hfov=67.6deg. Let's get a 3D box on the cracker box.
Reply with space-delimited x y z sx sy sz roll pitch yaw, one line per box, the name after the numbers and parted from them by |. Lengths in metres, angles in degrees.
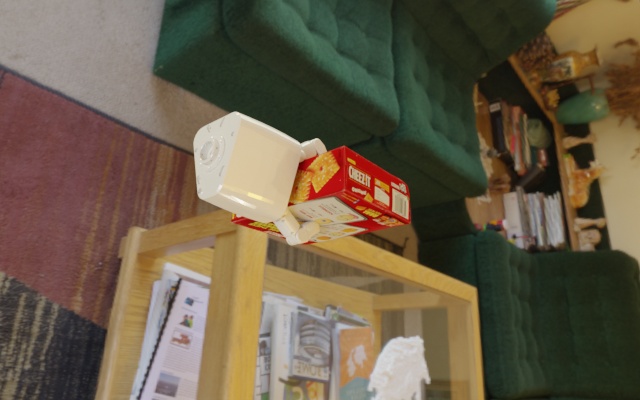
0.000 0.002 0.709 0.214 0.072 0.164 -15 -26 38 | cracker box
